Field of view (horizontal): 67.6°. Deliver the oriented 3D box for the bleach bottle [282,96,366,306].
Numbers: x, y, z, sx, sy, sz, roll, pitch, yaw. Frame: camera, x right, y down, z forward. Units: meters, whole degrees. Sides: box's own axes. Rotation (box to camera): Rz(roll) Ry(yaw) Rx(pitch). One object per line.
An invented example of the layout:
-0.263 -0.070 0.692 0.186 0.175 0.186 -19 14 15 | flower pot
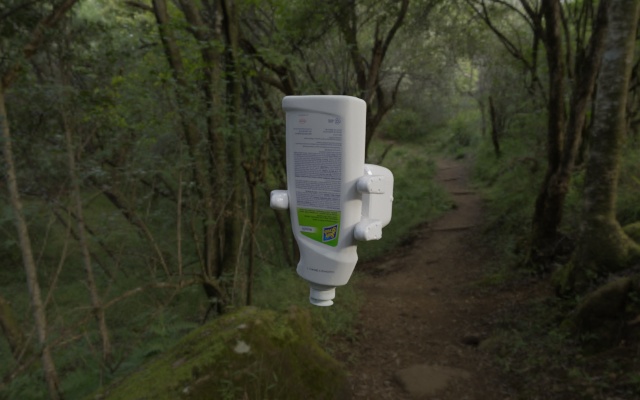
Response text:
0.000 0.002 0.587 0.102 0.251 0.068 6 6 26 | bleach bottle
